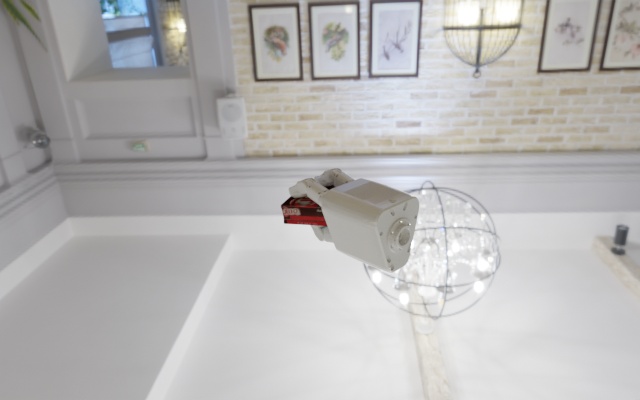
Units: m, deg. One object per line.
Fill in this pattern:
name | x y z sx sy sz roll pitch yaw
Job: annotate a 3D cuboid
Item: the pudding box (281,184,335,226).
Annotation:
pudding box | 0.000 0.003 0.776 0.090 0.039 0.113 3 22 22
